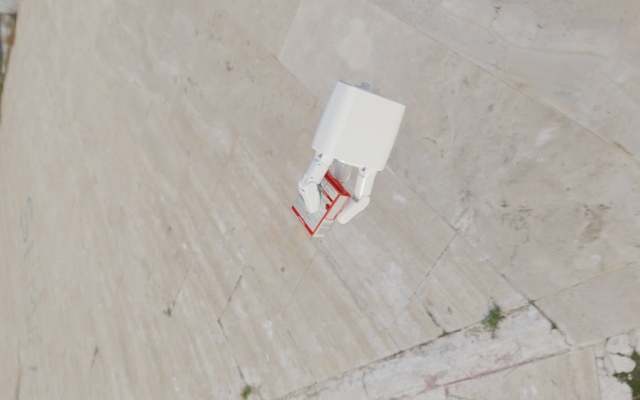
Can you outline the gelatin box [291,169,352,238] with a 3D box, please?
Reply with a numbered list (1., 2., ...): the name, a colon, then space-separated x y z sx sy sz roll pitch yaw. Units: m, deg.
1. gelatin box: 0.000 0.003 0.756 0.030 0.089 0.073 11 30 -45
